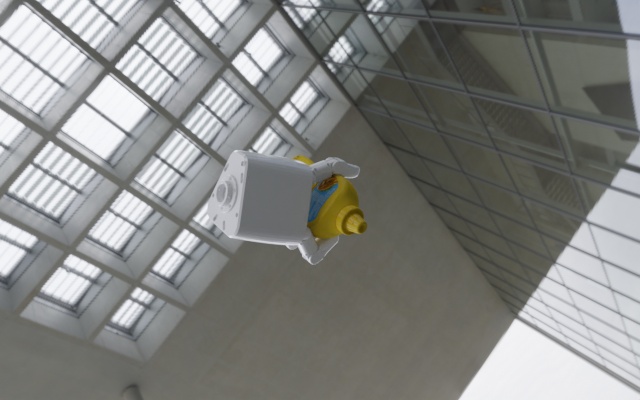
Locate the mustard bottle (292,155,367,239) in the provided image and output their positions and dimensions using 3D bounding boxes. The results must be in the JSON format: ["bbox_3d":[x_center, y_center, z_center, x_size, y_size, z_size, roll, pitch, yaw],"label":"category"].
[{"bbox_3d":[0.000,0.002,0.702,0.191,0.096,0.058,31,-8,48],"label":"mustard bottle"}]
